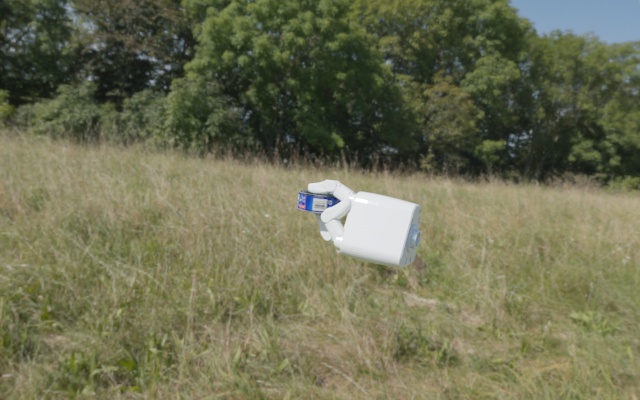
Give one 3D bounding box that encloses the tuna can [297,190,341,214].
[{"bbox_3d":[0.000,0.002,0.888,0.086,0.034,0.086,6,7,-1],"label":"tuna can"}]
